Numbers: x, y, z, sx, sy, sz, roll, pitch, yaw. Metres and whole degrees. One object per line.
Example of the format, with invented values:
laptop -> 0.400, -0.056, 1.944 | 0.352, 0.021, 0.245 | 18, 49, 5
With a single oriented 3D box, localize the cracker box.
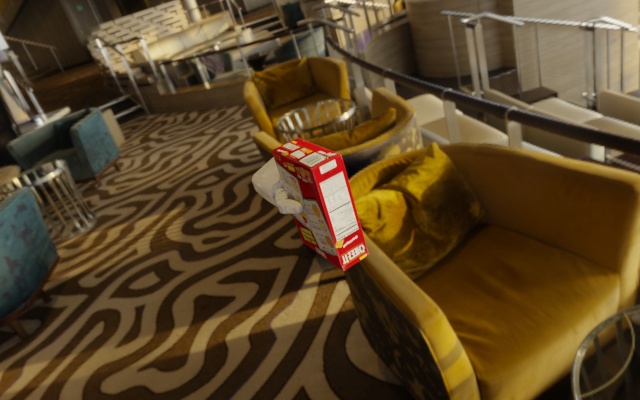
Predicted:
cracker box -> 0.000, 0.003, 0.895 | 0.072, 0.214, 0.164 | -28, 28, -20
